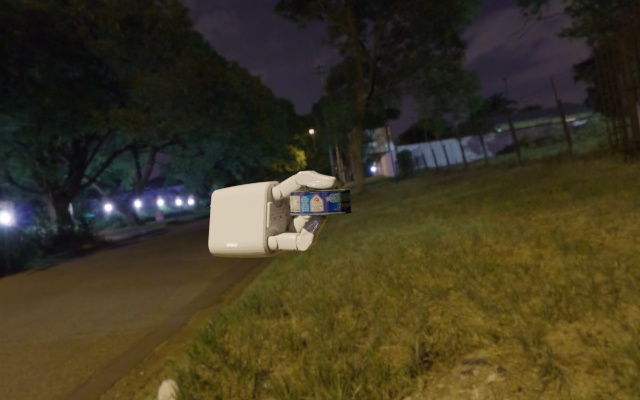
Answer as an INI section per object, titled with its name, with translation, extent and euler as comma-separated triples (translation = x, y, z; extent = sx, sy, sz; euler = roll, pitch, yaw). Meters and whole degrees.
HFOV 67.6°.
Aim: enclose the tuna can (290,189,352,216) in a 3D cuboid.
[tuna can]
translation = 0.000, 0.002, 0.667
extent = 0.086, 0.034, 0.086
euler = -3, 2, 0
